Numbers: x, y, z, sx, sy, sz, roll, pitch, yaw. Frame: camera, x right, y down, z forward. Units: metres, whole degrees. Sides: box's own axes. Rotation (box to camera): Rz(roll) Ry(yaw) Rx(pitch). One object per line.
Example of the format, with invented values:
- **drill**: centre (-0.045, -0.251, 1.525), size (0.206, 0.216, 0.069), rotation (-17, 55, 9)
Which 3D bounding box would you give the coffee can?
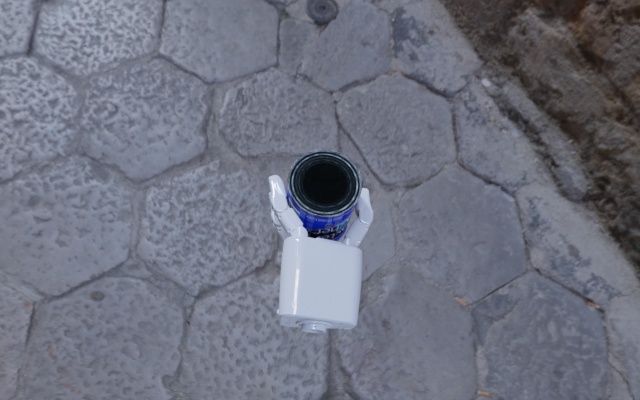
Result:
- **coffee can**: centre (0.000, 0.002, 0.710), size (0.103, 0.102, 0.140), rotation (0, -23, -6)
